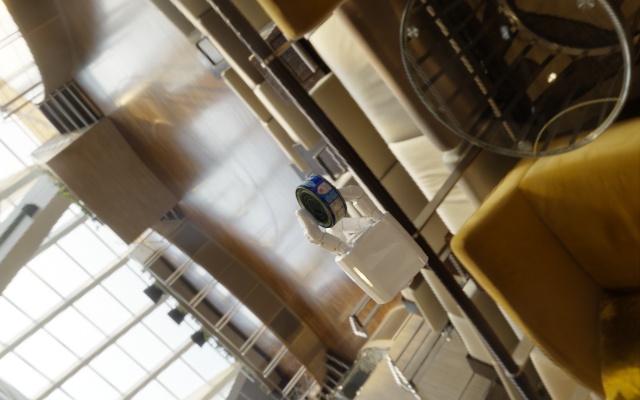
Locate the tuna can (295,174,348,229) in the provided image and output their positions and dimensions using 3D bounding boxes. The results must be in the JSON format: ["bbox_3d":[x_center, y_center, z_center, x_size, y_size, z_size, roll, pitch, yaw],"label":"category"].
[{"bbox_3d":[0.000,0.003,0.751,0.033,0.086,0.086,-41,19,-24],"label":"tuna can"}]
